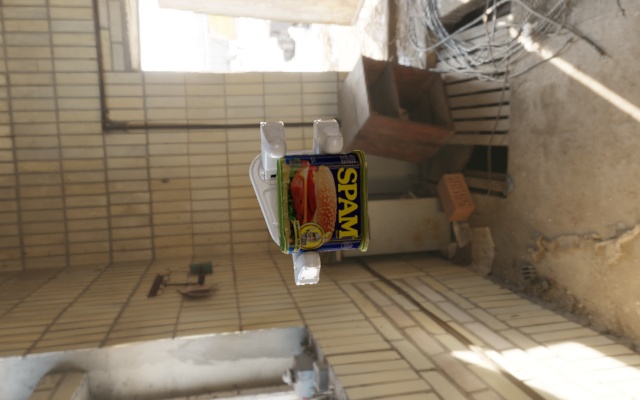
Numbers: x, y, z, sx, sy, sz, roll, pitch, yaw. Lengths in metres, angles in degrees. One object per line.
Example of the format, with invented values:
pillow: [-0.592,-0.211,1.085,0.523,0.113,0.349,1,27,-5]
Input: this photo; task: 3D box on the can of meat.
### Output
can of meat: [0.000,0.002,0.479,0.084,0.102,0.057,-3,8,-10]
